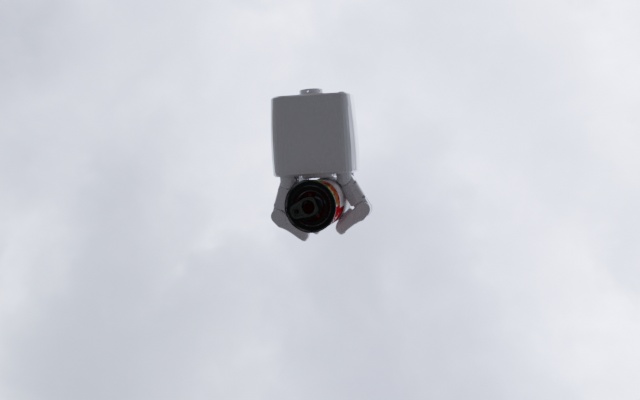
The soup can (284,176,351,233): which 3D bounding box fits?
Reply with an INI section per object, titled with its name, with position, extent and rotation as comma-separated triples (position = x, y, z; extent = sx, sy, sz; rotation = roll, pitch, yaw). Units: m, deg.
[soup can]
position = 0.000, 0.003, 0.645
extent = 0.068, 0.068, 0.102
rotation = 0, 6, 16
